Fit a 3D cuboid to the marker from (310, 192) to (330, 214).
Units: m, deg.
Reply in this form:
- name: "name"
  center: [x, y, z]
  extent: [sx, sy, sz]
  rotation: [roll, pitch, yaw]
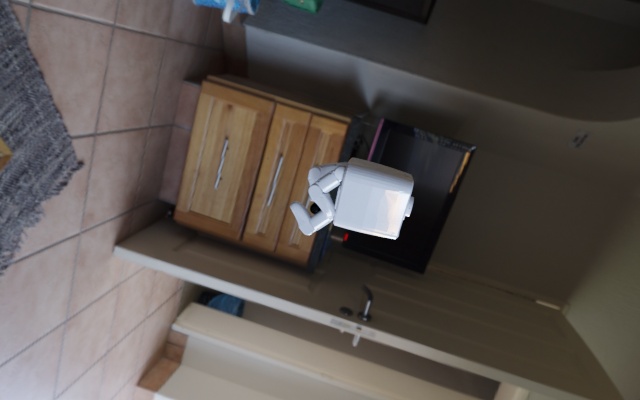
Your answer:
- name: "marker"
  center: [0.000, 0.003, 0.835]
  extent: [0.020, 0.020, 0.121]
  rotation: [0, 11, 9]
